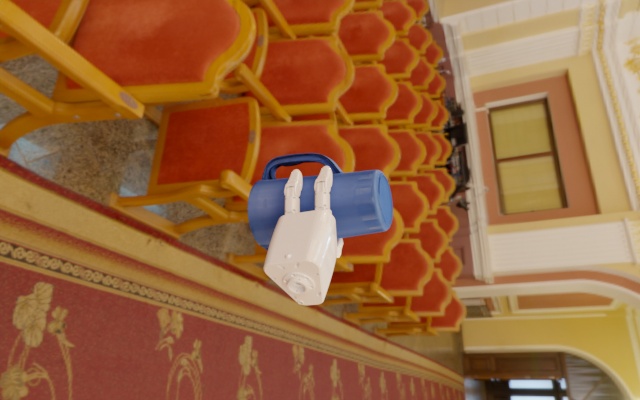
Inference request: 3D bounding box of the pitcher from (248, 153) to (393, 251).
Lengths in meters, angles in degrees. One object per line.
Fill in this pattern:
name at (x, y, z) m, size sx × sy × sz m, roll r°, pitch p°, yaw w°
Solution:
pitcher at (0.000, 0.003, 0.863) m, size 0.243 × 0.149 × 0.145 m, roll -8°, pitch 37°, yaw 21°
